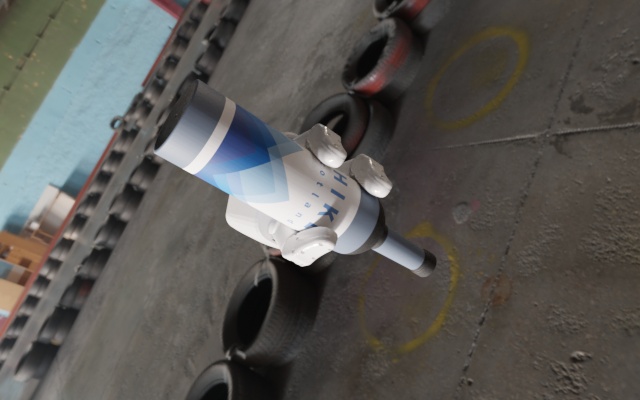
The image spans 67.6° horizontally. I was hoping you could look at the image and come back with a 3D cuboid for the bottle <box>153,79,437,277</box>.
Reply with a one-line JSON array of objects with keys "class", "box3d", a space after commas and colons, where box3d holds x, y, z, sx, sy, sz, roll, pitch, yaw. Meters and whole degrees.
[{"class": "bottle", "box3d": [0.000, 0.001, 0.435, 0.296, 0.069, 0.069, 31, -15, -27]}]
